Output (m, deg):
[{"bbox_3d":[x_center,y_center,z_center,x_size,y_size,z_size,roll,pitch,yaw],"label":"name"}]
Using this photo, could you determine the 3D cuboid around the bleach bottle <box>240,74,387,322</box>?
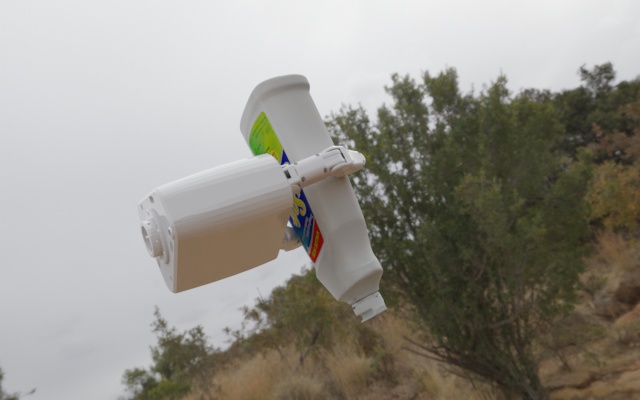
[{"bbox_3d":[0.000,0.002,0.491,0.068,0.250,0.103,-19,-16,-30],"label":"bleach bottle"}]
